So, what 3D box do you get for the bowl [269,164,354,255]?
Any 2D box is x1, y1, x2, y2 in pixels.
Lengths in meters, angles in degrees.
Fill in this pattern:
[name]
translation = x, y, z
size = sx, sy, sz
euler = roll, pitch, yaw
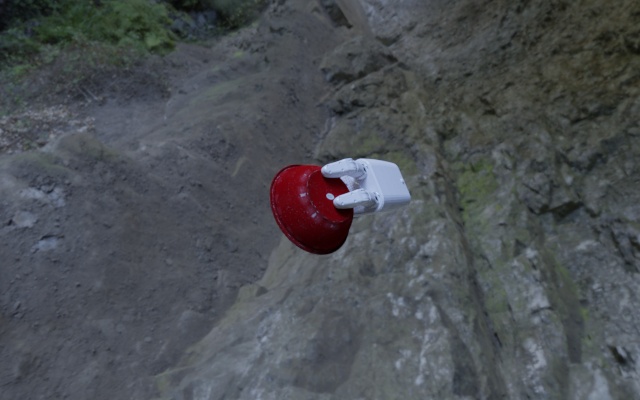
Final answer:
[bowl]
translation = 0.000, 0.003, 0.765
size = 0.162, 0.162, 0.055
euler = 0, -24, -41
